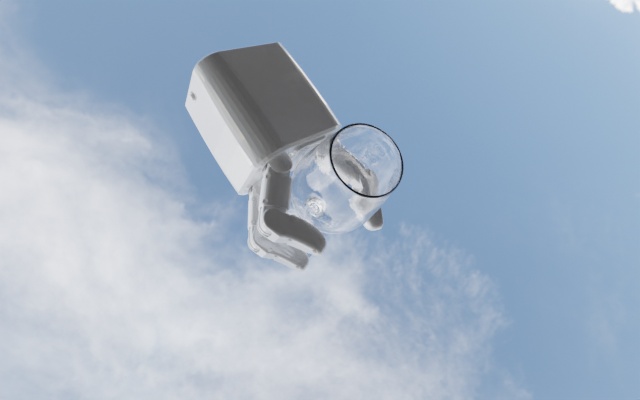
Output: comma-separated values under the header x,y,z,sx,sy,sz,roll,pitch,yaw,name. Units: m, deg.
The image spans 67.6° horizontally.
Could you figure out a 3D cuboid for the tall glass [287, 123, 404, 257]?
x,y,z,sx,sy,sz,roll,pitch,yaw,name
0.000,0.002,0.444,0.079,0.079,0.201,0,-19,-22,tall glass
